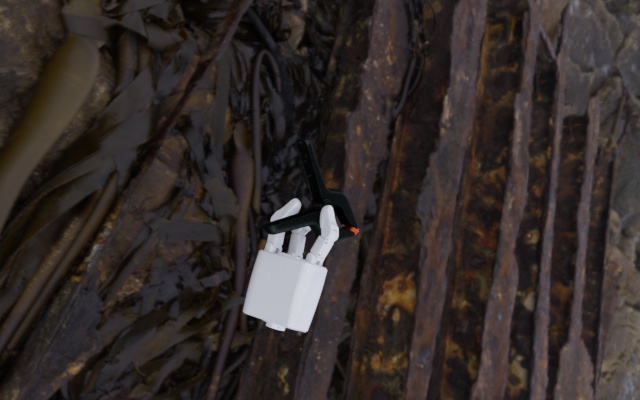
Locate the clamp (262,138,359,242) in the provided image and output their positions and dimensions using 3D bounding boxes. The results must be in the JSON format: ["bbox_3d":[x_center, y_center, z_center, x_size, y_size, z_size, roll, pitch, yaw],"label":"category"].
[{"bbox_3d":[0.001,0.003,0.804,0.036,0.164,0.210,6,-15,42],"label":"clamp"}]
